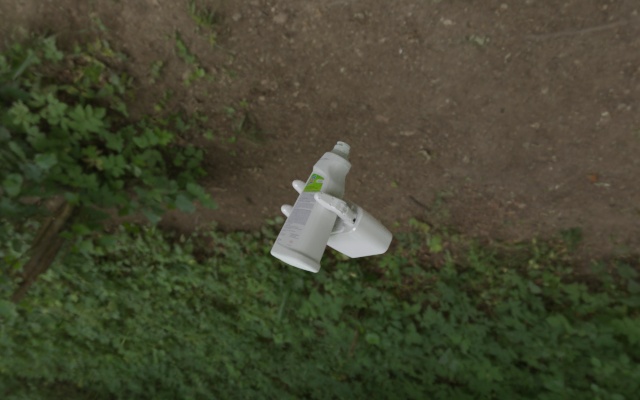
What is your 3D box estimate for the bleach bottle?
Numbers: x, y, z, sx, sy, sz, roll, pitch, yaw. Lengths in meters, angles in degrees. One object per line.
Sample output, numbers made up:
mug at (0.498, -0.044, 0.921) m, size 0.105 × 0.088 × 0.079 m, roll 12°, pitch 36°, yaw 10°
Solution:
bleach bottle at (0.000, 0.003, 0.895) m, size 0.068 × 0.250 × 0.102 m, roll 35°, pitch -17°, yaw -36°
